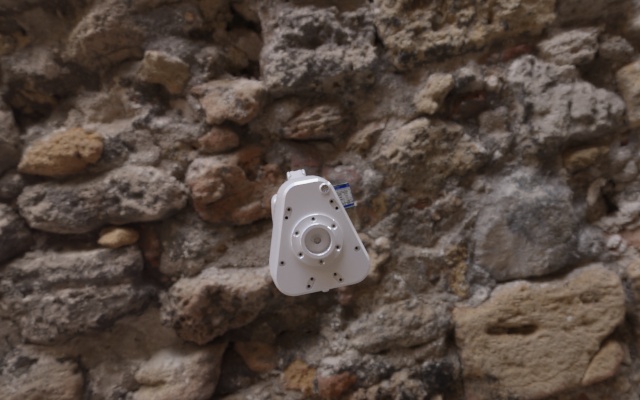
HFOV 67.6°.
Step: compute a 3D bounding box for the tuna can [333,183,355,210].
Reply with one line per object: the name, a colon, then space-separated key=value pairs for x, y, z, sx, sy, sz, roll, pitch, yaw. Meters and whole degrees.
tuna can: x=0.000 y=0.001 z=0.626 sx=0.086 sy=0.034 sz=0.086 roll=-14 pitch=0 yaw=0
